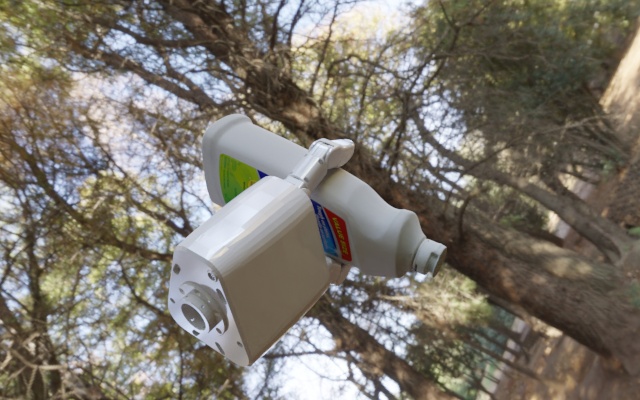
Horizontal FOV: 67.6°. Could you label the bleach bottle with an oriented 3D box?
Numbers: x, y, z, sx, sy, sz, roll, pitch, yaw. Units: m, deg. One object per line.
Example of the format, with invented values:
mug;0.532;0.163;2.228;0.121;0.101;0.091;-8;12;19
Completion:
bleach bottle;0.000;0.002;0.461;0.251;0.103;0.068;24;41;25
